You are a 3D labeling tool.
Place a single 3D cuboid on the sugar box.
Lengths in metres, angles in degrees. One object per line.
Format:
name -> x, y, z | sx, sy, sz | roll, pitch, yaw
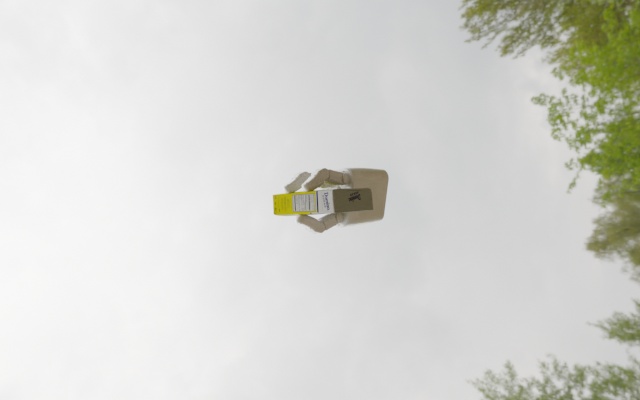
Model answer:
sugar box -> 0.000, 0.002, 0.861 | 0.093, 0.048, 0.176 | -3, -3, -41
